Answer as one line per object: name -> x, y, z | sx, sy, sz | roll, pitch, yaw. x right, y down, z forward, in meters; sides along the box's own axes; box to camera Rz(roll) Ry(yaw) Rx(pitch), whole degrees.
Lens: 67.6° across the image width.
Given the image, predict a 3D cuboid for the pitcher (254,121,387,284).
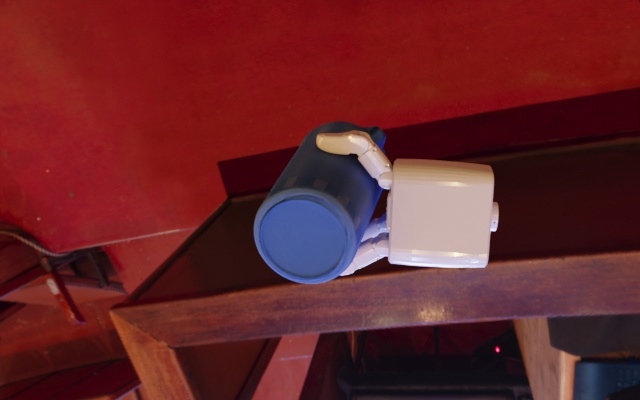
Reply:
pitcher -> 0.000, 0.002, 0.581 | 0.145, 0.149, 0.242 | 4, 23, 11
